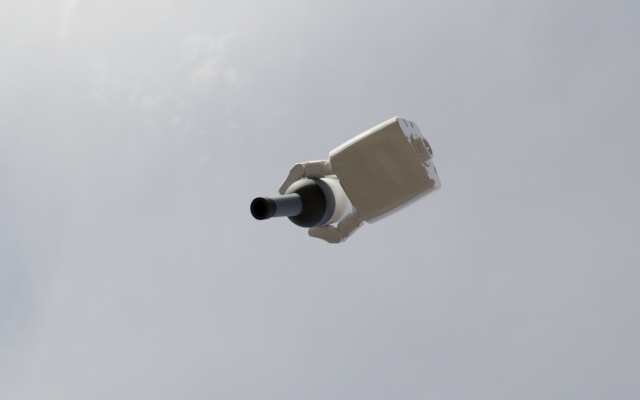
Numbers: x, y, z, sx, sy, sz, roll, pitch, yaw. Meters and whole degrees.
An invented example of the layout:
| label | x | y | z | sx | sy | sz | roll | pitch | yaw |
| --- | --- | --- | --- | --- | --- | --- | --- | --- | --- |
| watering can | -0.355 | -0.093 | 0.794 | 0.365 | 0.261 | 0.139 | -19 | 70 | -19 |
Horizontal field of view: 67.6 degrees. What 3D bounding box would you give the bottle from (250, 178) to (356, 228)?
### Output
| label | x | y | z | sx | sy | sz | roll | pitch | yaw |
| --- | --- | --- | --- | --- | --- | --- | --- | --- | --- |
| bottle | 0.000 | 0.002 | 0.675 | 0.069 | 0.069 | 0.295 | 0 | 3 | 29 |
